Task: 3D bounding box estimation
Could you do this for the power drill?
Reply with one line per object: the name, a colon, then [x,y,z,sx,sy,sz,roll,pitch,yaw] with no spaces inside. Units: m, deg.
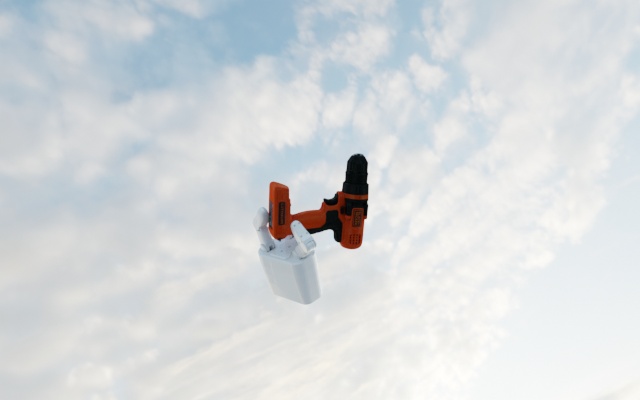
power drill: [0.000,0.003,0.884,0.187,0.184,0.057,0,11,-16]
